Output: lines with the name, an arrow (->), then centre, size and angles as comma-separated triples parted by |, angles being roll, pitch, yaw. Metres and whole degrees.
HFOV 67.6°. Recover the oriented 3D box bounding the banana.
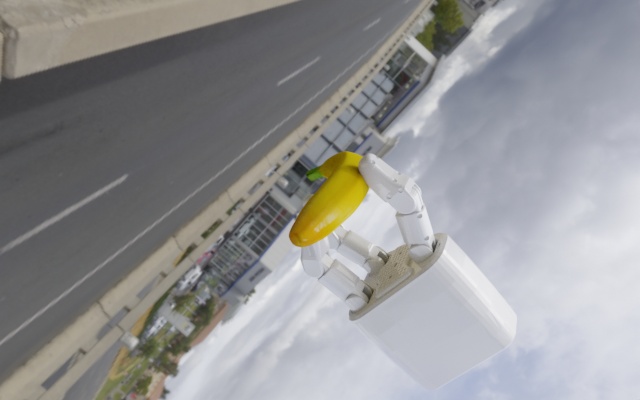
banana -> 0.015, -0.011, 0.427 | 0.069, 0.037, 0.197 | -37, 10, 12
